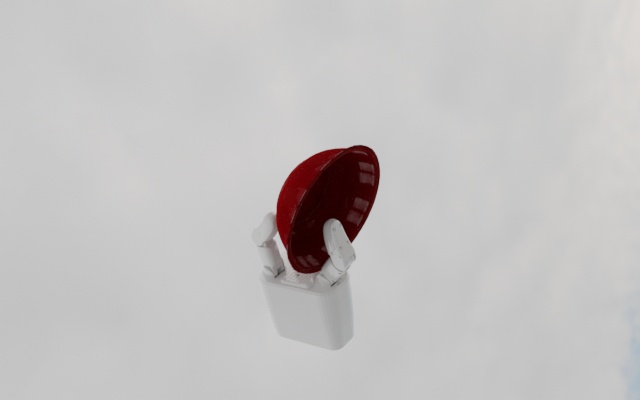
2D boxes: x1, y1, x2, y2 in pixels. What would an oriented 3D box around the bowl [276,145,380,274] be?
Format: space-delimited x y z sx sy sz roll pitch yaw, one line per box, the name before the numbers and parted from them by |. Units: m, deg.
bowl | 0.000 0.000 0.551 0.055 0.162 0.162 31 16 30
